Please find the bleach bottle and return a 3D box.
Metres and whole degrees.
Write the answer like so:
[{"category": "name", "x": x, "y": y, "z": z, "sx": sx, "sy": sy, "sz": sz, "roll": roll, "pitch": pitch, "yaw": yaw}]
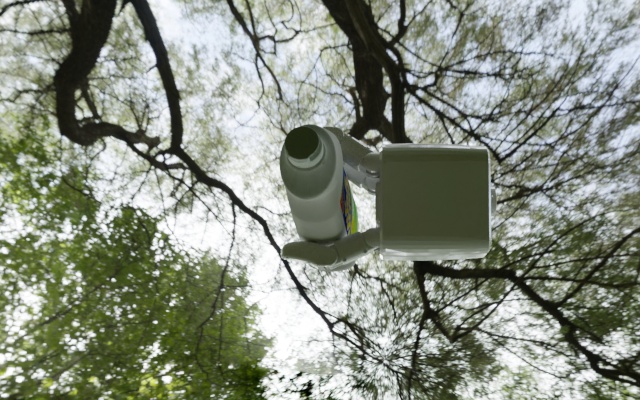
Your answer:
[{"category": "bleach bottle", "x": 0.000, "y": 0.002, "z": 0.491, "sx": 0.068, "sy": 0.102, "sz": 0.251, "roll": 0, "pitch": -18, "yaw": 8}]
